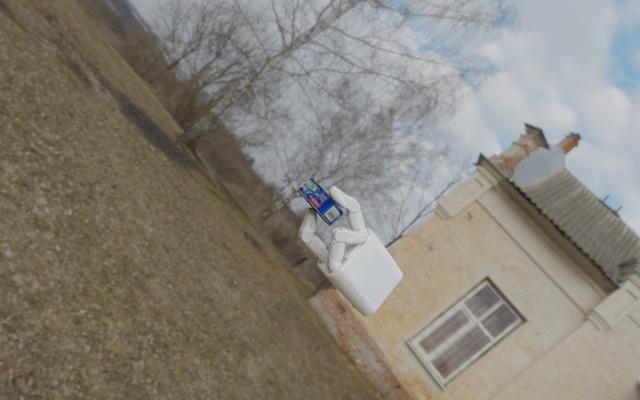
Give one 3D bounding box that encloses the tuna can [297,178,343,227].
[{"bbox_3d":[0.001,0.002,0.823,0.034,0.086,0.086,-42,2,-3],"label":"tuna can"}]
